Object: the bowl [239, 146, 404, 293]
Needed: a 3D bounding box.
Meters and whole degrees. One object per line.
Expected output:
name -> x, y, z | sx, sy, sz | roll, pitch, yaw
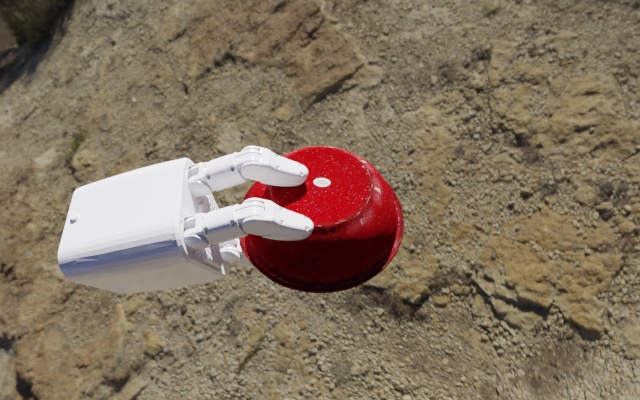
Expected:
bowl -> 0.001, 0.001, 0.443 | 0.162, 0.162, 0.055 | 0, -37, 0
